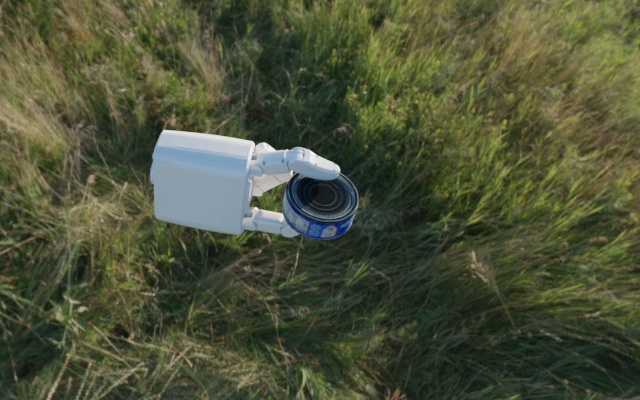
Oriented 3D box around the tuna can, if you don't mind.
[{"bbox_3d":[0.000,0.001,0.549,0.086,0.086,0.034,0,-39,-16],"label":"tuna can"}]
